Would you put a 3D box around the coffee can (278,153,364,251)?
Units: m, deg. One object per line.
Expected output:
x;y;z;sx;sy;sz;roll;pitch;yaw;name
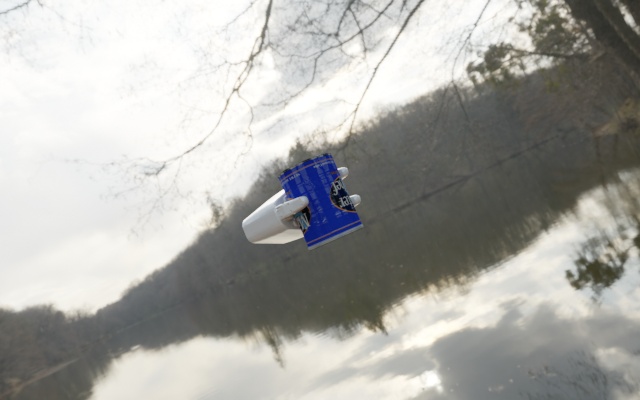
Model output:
0.000;0.003;0.824;0.103;0.140;0.103;-23;-4;-2;coffee can
